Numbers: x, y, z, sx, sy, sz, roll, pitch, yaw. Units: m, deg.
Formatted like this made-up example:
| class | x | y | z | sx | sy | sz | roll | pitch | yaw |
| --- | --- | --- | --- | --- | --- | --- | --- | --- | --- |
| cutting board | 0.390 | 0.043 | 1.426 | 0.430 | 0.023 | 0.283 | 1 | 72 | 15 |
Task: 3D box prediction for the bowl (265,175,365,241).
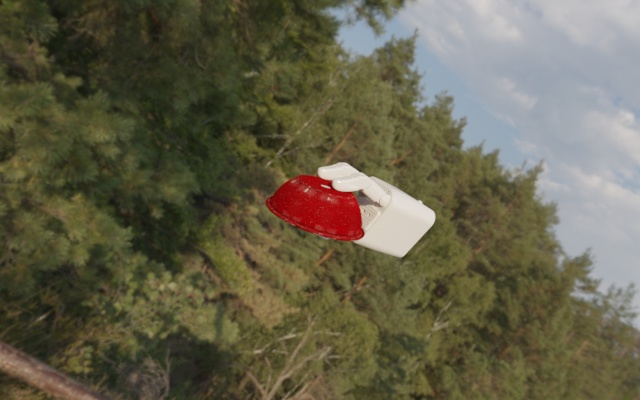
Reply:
| class | x | y | z | sx | sy | sz | roll | pitch | yaw |
| --- | --- | --- | --- | --- | --- | --- | --- | --- | --- |
| bowl | -0.001 | 0.002 | 0.730 | 0.162 | 0.055 | 0.162 | 18 | 14 | -5 |
